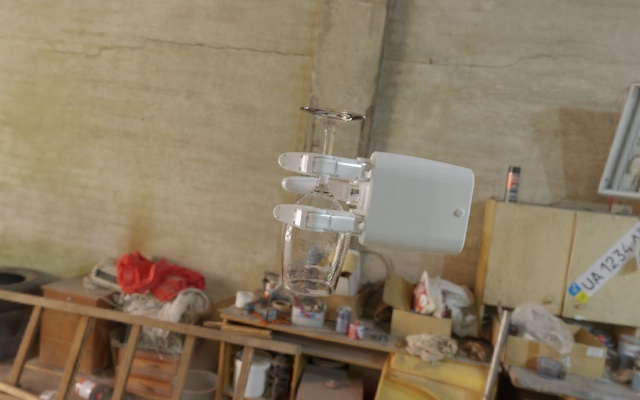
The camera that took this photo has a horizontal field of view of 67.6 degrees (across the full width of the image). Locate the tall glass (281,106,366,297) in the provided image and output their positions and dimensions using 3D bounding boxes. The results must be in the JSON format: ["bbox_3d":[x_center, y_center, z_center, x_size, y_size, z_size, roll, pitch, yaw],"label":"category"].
[{"bbox_3d":[0.000,0.001,0.534,0.079,0.201,0.079,8,4,-1],"label":"tall glass"}]
